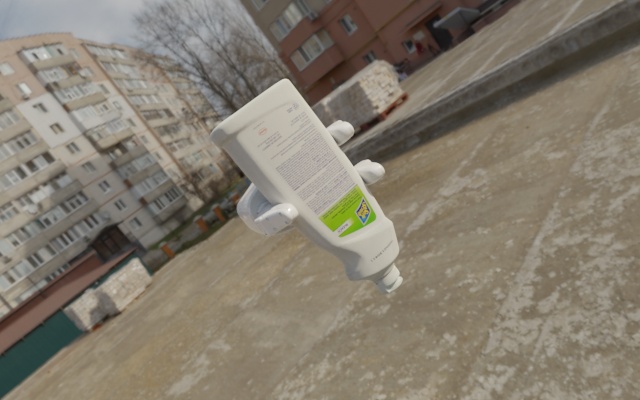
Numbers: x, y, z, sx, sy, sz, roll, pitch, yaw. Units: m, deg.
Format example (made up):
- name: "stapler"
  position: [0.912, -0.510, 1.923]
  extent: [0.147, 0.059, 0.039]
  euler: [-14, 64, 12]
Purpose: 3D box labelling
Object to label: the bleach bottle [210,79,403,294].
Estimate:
- name: "bleach bottle"
  position: [0.000, 0.002, 0.511]
  extent: [0.102, 0.251, 0.068]
  euler: [-39, 11, -15]
